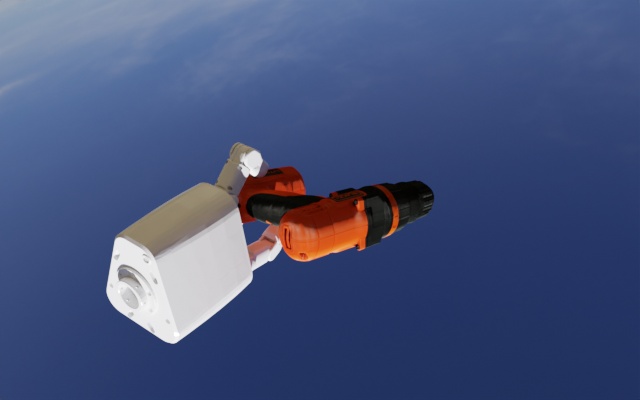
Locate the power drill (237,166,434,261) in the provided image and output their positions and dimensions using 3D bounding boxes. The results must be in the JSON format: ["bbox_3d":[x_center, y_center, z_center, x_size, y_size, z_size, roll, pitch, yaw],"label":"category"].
[{"bbox_3d":[0.000,0.002,0.504,0.184,0.057,0.187,-13,16,-38],"label":"power drill"}]
